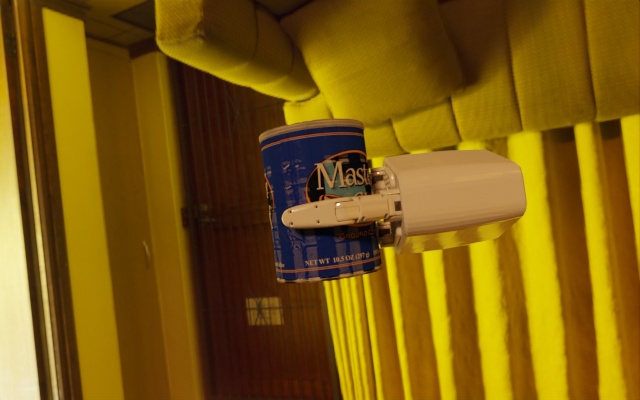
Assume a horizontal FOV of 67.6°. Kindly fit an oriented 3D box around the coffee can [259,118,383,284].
[{"bbox_3d":[0.000,0.001,0.462,0.103,0.140,0.103,-7,-2,0],"label":"coffee can"}]
